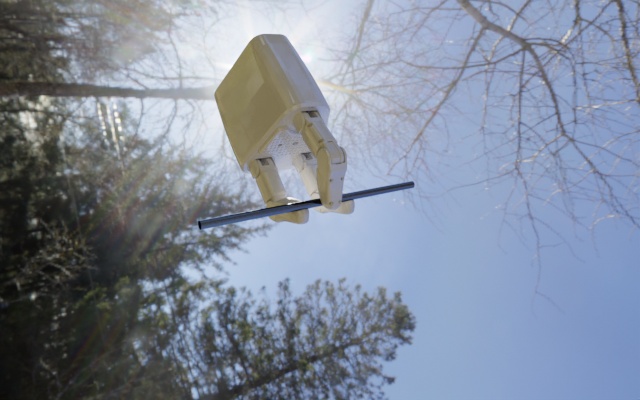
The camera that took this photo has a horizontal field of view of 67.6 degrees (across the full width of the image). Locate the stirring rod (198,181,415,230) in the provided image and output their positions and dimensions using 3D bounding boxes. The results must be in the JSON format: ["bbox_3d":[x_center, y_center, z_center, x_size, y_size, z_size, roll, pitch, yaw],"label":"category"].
[{"bbox_3d":[0.000,0.001,0.460,0.239,0.011,0.011,-11,6,-32],"label":"stirring rod"}]
